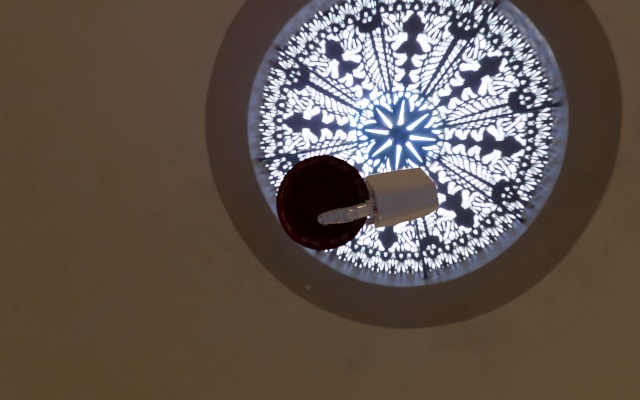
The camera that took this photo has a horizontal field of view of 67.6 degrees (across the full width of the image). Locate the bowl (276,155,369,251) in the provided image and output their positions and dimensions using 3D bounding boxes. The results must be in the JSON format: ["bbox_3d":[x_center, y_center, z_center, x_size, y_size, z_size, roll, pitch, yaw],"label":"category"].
[{"bbox_3d":[-0.001,0.003,0.826,0.162,0.162,0.055,0,4,-13],"label":"bowl"}]
